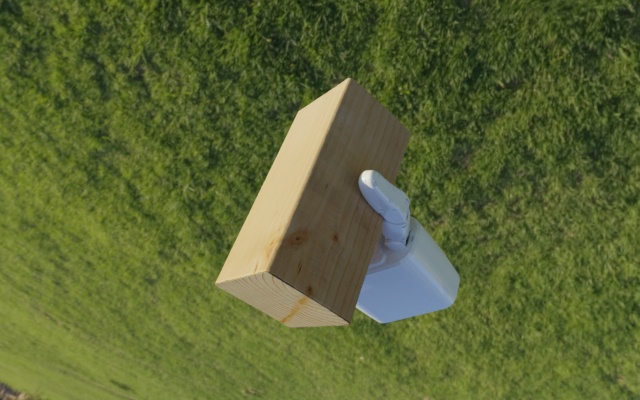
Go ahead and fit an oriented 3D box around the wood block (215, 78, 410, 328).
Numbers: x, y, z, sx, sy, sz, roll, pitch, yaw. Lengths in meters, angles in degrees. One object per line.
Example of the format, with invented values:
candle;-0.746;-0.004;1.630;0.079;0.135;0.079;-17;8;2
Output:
wood block;0.001;0.002;0.442;0.090;0.206;0.091;37;-33;-25
